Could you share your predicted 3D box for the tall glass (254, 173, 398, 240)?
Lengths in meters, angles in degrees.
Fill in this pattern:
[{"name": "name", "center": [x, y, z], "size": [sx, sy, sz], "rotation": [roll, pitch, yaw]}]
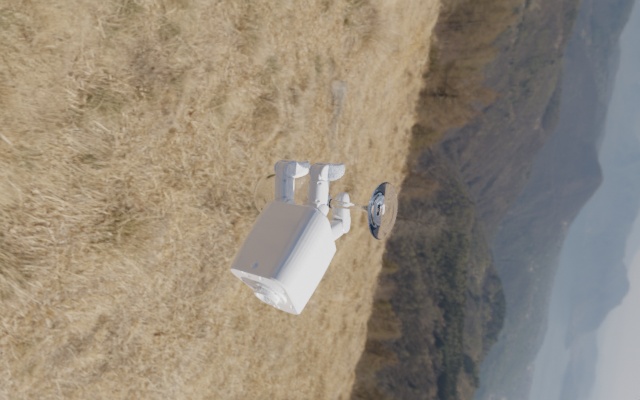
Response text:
[{"name": "tall glass", "center": [0.001, 0.002, 0.663], "size": [0.201, 0.079, 0.079], "rotation": [8, 5, 36]}]
